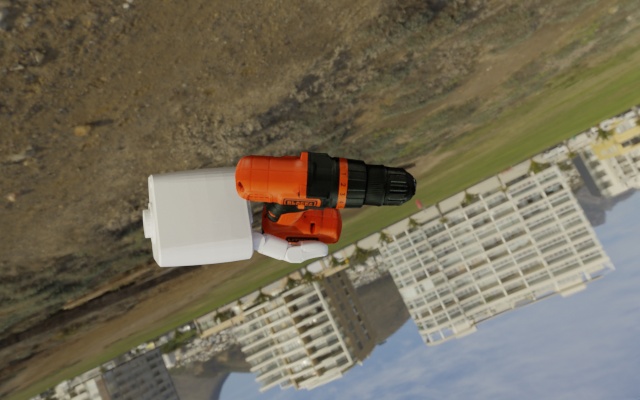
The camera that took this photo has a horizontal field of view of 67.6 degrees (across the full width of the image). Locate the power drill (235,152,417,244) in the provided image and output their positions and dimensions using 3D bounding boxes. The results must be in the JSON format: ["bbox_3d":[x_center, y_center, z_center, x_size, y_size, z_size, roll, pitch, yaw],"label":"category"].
[{"bbox_3d":[0.000,0.002,0.551,0.184,0.057,0.188,5,-20,-4],"label":"power drill"}]
